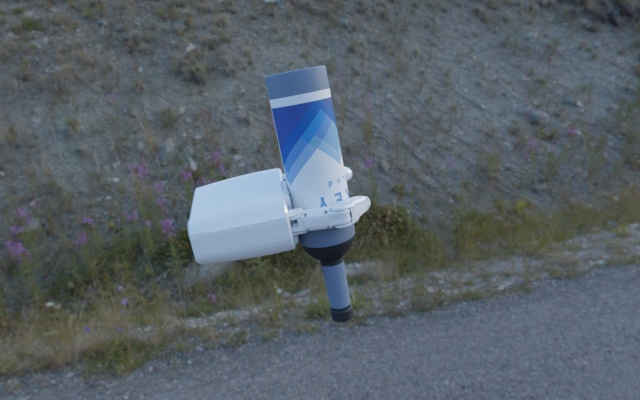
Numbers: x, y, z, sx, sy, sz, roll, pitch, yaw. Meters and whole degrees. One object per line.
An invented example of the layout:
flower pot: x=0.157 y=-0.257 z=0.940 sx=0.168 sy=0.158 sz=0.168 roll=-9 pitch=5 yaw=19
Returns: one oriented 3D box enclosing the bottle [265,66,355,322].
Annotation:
bottle: x=0.000 y=0.002 z=0.547 sx=0.069 sy=0.296 sz=0.069 roll=-10 pitch=14 yaw=3
